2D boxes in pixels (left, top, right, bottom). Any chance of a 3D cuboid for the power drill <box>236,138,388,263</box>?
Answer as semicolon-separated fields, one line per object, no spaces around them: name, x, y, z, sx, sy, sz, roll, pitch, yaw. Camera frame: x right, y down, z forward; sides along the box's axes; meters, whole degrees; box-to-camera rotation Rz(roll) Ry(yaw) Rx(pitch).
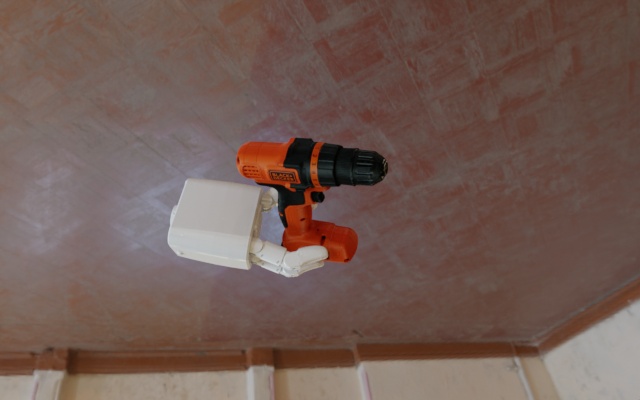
power drill;0.000;0.002;0.611;0.184;0.057;0.188;7;-42;20
